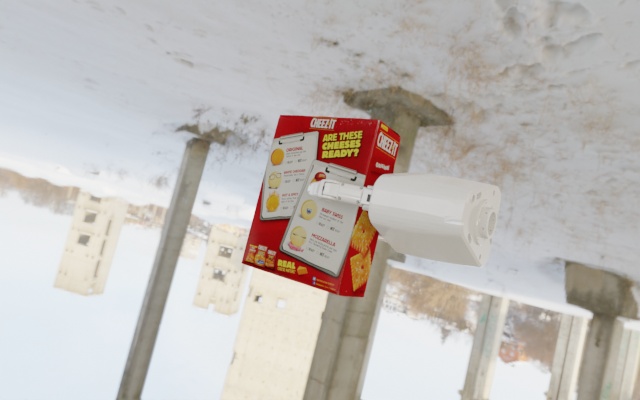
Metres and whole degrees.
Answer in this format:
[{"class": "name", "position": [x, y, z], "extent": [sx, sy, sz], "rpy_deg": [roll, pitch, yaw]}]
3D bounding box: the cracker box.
[{"class": "cracker box", "position": [0.000, 0.002, 0.628], "extent": [0.164, 0.213, 0.072], "rpy_deg": [10, -6, 36]}]
